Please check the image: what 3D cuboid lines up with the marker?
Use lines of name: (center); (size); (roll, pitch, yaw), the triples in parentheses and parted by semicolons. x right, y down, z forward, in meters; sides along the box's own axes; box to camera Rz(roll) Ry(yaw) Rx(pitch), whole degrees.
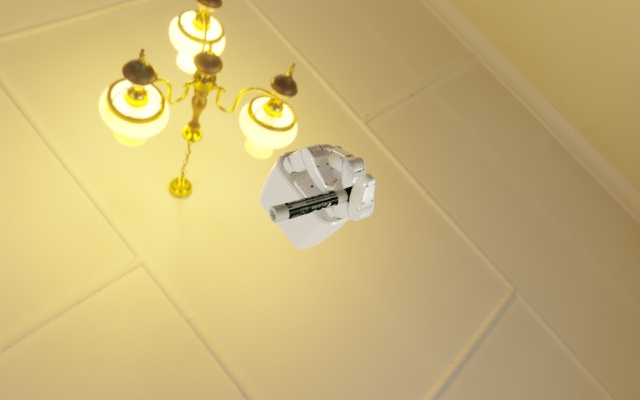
marker: (0.000, 0.002, 0.535); (0.121, 0.020, 0.020); (-15, 8, -29)
